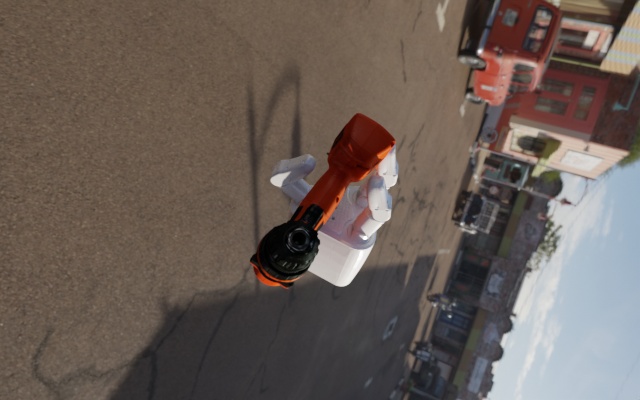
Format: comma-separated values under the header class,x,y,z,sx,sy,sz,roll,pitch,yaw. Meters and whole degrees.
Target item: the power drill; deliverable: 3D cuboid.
class,x,y,z,sx,sy,sz,roll,pitch,yaw
power drill,0.000,0.001,0.485,0.057,0.187,0.184,38,-20,-3
